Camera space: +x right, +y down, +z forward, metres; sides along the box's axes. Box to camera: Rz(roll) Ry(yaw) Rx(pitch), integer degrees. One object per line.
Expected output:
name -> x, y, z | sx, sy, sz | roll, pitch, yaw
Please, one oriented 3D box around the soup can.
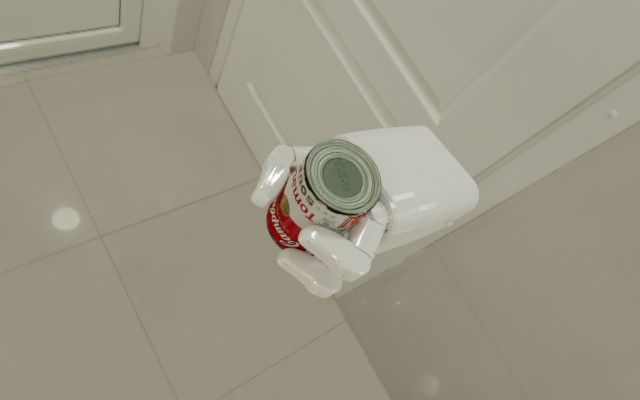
soup can -> 0.000, 0.001, 0.410 | 0.068, 0.068, 0.102 | 0, -24, -24
